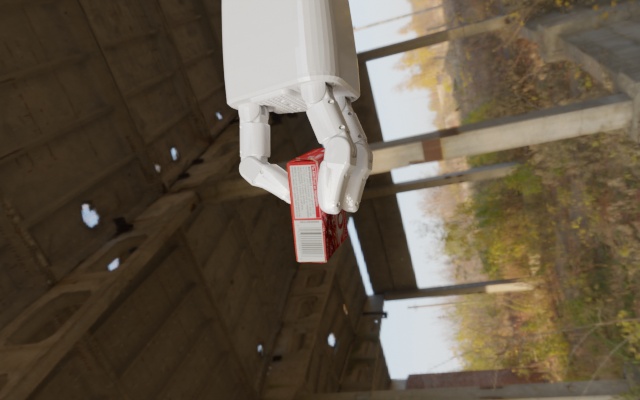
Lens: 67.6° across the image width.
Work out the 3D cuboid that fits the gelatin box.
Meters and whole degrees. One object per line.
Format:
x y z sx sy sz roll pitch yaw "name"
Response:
0.000 0.002 0.423 0.030 0.089 0.073 -1 13 18 "gelatin box"
